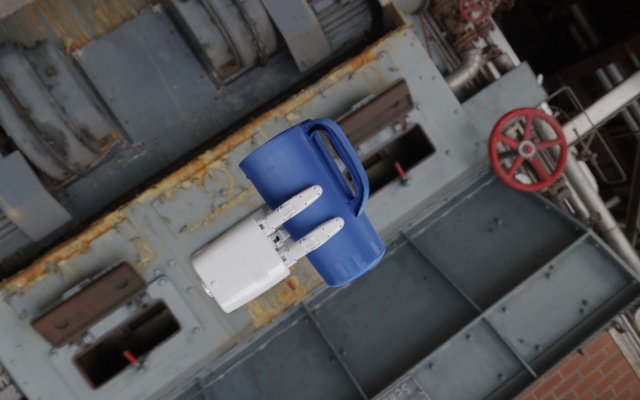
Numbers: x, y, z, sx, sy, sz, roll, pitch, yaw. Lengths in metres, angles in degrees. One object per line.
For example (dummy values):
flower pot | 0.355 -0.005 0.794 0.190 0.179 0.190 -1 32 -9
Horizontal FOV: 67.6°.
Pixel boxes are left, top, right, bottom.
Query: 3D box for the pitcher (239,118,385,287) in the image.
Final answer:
pitcher | 0.000 0.002 0.728 0.145 0.243 0.149 -34 3 -10
